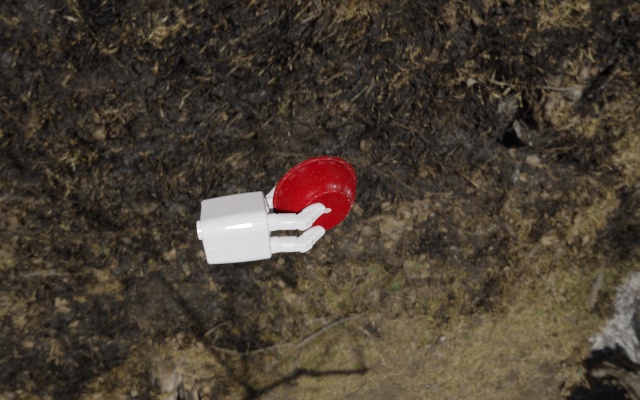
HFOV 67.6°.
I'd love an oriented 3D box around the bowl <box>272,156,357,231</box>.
[{"bbox_3d":[0.002,0.002,0.836,0.162,0.162,0.055,0,39,-28],"label":"bowl"}]
